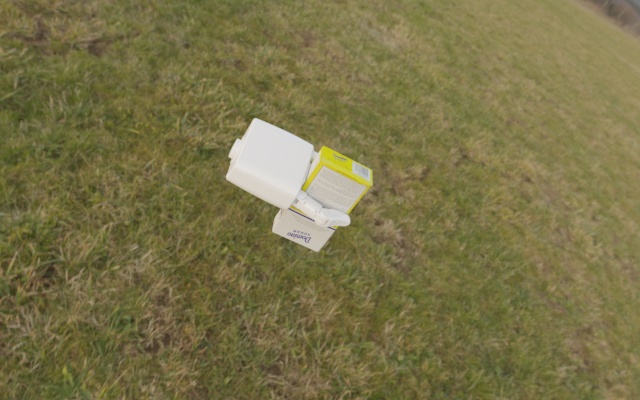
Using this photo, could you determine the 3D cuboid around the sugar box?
[{"bbox_3d":[0.000,0.002,0.782,0.093,0.048,0.176,26,-50,-15],"label":"sugar box"}]
